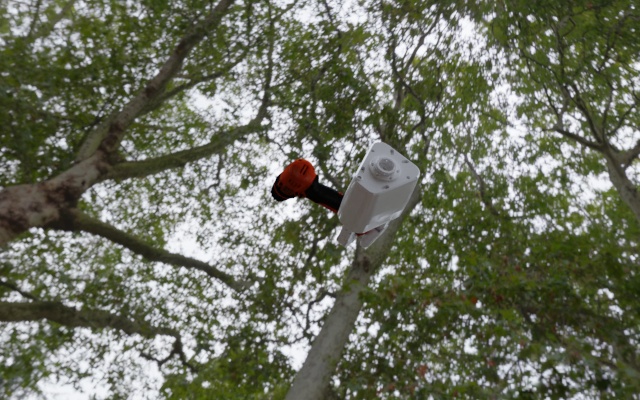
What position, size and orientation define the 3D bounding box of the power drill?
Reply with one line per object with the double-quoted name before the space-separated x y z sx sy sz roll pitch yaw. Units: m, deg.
"power drill" 0.001 0.003 0.889 0.187 0.057 0.184 29 -18 -10
